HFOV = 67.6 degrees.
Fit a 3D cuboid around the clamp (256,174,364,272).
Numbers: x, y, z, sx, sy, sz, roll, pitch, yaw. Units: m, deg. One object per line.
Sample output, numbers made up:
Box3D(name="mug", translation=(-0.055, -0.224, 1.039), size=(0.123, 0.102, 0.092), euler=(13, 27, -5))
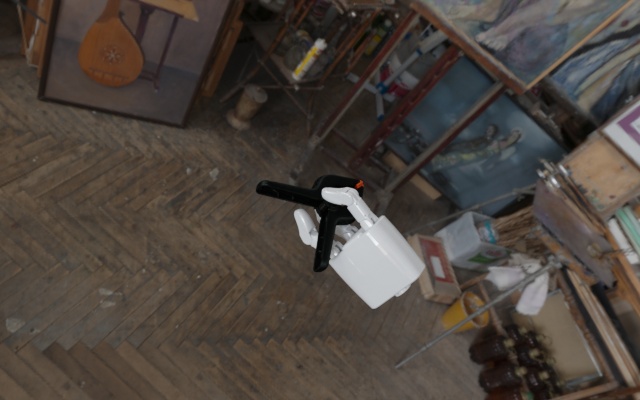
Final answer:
Box3D(name="clamp", translation=(0.001, 0.002, 0.781), size=(0.036, 0.164, 0.210), euler=(-41, -1, 42))
